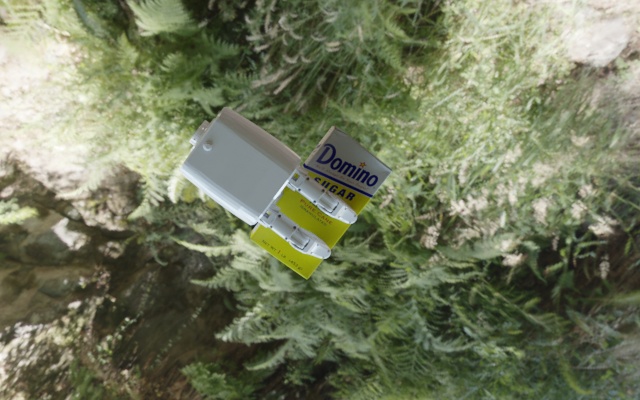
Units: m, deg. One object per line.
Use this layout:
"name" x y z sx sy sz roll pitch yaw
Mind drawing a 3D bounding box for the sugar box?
"sugar box" 0.000 0.002 0.606 0.093 0.176 0.048 36 7 -10
